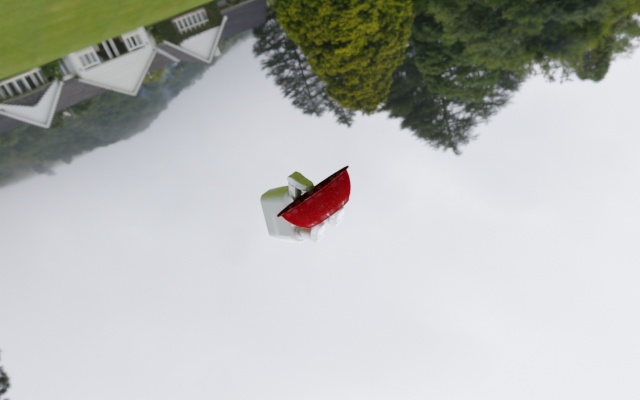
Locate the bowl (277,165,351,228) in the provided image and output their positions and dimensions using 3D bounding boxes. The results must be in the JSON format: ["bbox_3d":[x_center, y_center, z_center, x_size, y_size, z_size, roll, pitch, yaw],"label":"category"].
[{"bbox_3d":[0.001,0.003,0.876,0.162,0.055,0.162,-35,4,3],"label":"bowl"}]
